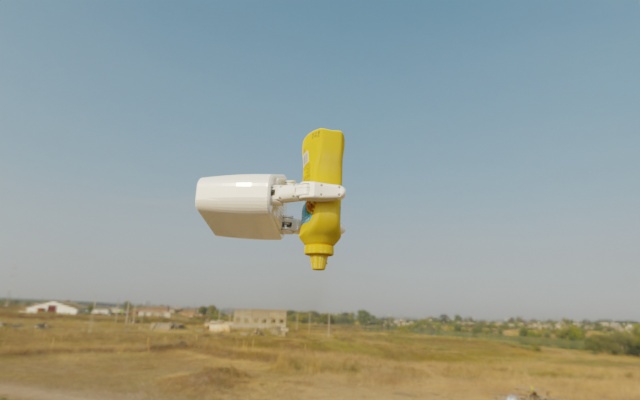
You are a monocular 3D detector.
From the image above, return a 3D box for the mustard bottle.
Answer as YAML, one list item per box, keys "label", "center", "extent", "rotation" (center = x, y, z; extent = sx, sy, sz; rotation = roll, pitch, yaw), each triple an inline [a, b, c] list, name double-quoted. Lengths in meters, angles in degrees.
- label: "mustard bottle"
  center: [0.000, 0.002, 0.677]
  extent: [0.058, 0.191, 0.096]
  rotation: [6, -14, -15]
